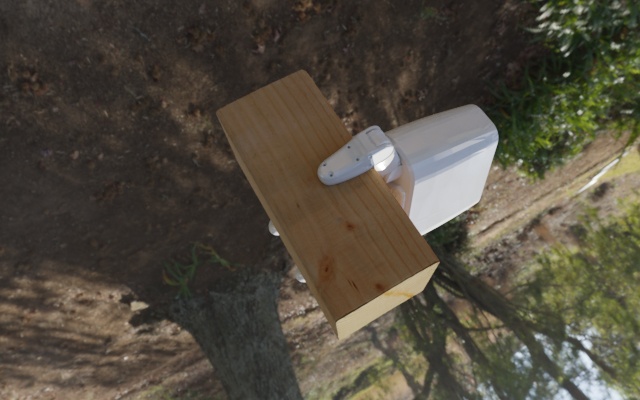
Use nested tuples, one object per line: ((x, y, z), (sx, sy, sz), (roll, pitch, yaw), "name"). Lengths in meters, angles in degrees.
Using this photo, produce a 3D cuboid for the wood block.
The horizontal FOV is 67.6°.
((0.000, 0.001, 0.415), (0.090, 0.206, 0.091), (-28, -23, -10), "wood block")
